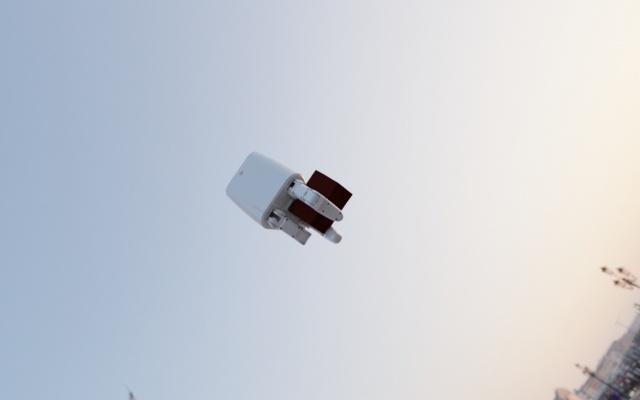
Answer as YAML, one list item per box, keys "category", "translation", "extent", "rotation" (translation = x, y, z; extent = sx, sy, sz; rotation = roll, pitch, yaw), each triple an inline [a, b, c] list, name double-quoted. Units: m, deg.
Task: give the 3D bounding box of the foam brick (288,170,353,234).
- category: "foam brick"
  translation: [0.000, 0.002, 0.730]
  extent: [0.051, 0.078, 0.053]
  rotation: [33, -3, 37]
